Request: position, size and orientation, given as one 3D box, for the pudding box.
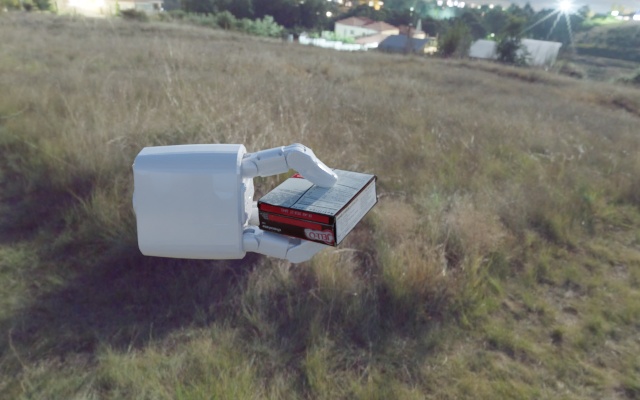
[{"bbox_3d":[0.000,0.001,0.507,0.090,0.039,0.113,12,31,25],"label":"pudding box"}]
